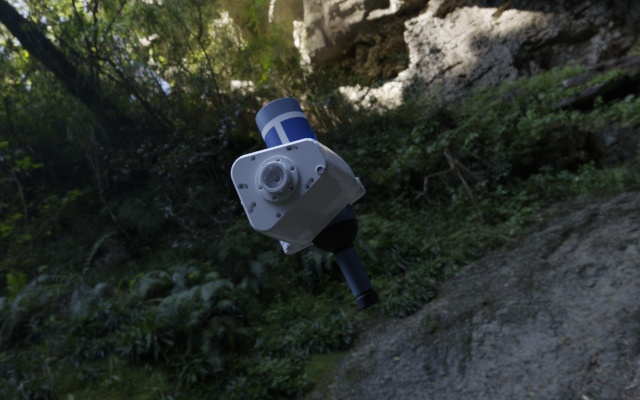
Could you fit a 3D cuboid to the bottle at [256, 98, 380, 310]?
[{"bbox_3d":[0.000,0.002,0.627,0.069,0.295,0.069,-23,-18,-8],"label":"bottle"}]
